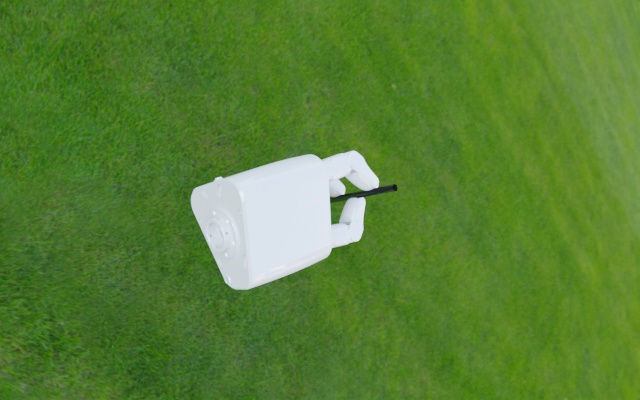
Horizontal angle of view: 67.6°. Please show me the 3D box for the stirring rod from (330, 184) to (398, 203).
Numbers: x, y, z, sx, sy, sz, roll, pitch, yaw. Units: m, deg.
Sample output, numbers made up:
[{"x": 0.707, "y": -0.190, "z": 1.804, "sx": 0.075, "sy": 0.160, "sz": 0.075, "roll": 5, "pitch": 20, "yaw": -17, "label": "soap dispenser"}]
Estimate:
[{"x": 0.000, "y": 0.002, "z": 0.604, "sx": 0.011, "sy": 0.011, "sz": 0.239, "roll": 0, "pitch": -8, "yaw": -43, "label": "stirring rod"}]
